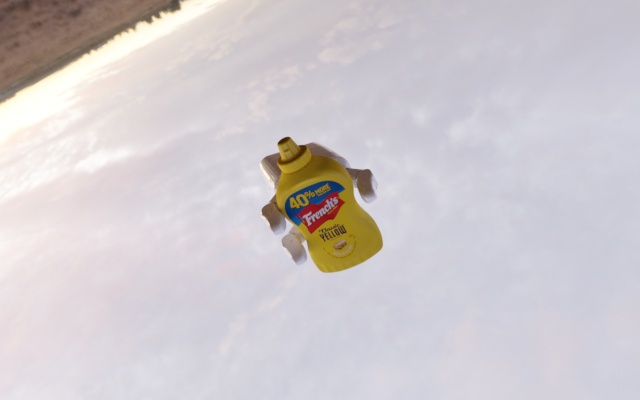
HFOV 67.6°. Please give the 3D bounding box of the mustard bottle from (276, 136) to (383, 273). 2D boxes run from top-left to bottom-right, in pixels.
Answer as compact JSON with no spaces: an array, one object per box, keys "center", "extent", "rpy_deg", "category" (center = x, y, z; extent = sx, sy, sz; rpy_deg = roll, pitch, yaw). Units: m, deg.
[{"center":[0.000,0.002,0.599],"extent":[0.096,0.192,0.058],"rpy_deg":[-23,29,14],"category":"mustard bottle"}]
